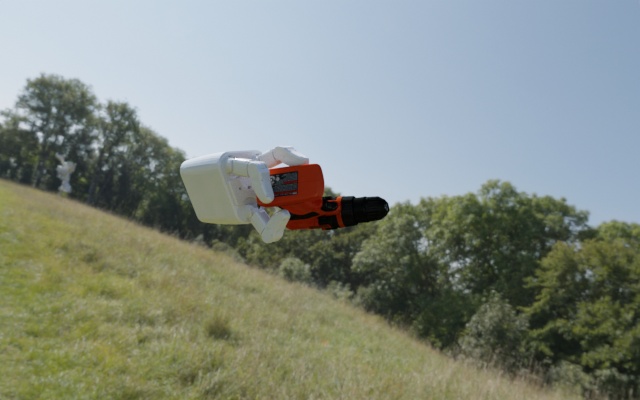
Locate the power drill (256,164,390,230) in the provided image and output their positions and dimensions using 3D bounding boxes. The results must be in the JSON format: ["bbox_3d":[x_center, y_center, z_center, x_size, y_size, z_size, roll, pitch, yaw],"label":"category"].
[{"bbox_3d":[0.000,0.002,0.738,0.184,0.057,0.188,-8,-21,19],"label":"power drill"}]
